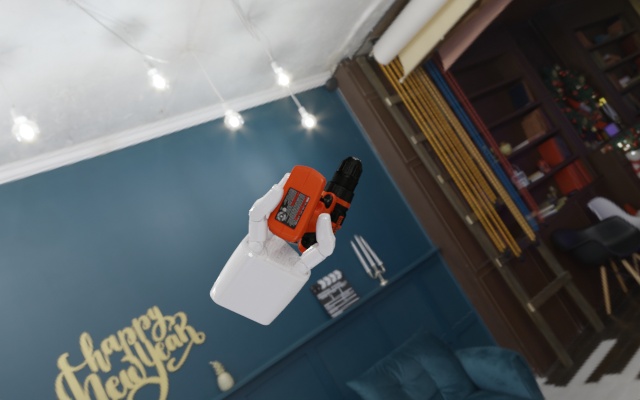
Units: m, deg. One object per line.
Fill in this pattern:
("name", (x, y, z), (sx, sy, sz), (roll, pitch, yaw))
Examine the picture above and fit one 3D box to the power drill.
("power drill", (0.000, 0.003, 0.736), (0.057, 0.184, 0.188), (25, 0, 20))
